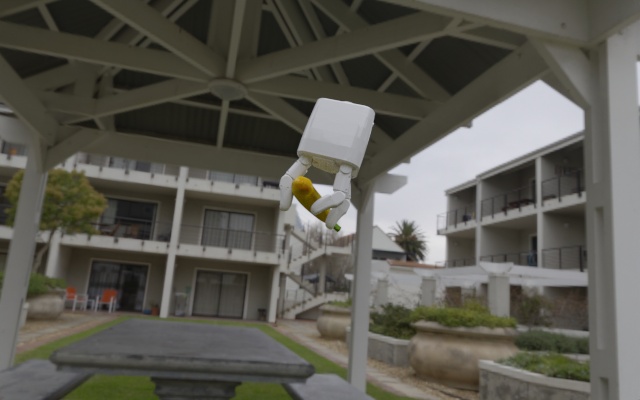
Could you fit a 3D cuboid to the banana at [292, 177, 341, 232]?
[{"bbox_3d":[-0.013,-0.004,0.839,0.069,0.037,0.198,28,-11,29],"label":"banana"}]
